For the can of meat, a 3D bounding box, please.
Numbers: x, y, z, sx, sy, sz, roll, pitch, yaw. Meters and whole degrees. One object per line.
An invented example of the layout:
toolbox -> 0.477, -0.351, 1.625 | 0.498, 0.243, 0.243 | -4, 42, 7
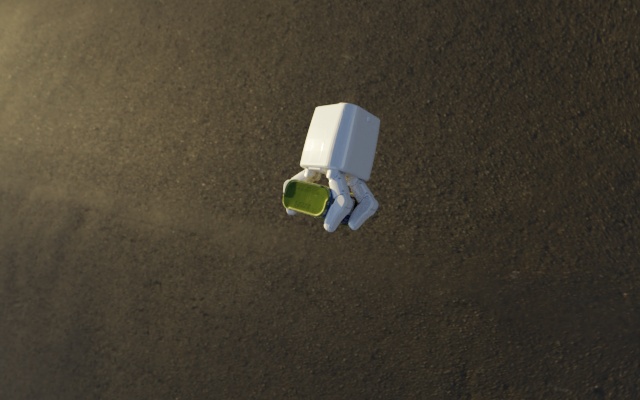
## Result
can of meat -> 0.000, 0.003, 0.788 | 0.102, 0.057, 0.084 | 14, -2, 40
